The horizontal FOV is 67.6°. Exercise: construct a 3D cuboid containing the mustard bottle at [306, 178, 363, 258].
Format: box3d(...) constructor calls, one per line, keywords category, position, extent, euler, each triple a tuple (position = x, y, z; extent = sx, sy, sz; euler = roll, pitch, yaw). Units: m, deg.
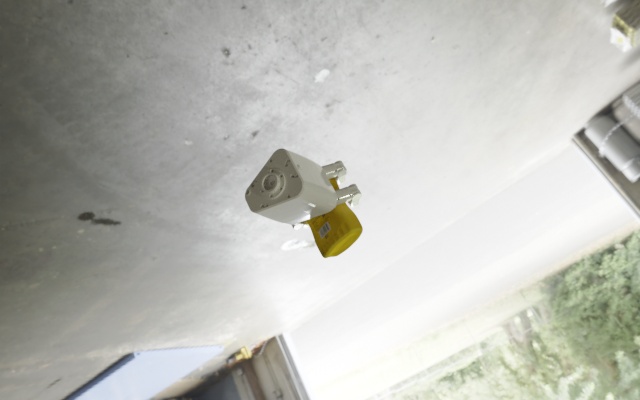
box3d(category="mustard bottle", position=(0.000, 0.003, 0.876), extent=(0.058, 0.191, 0.096), euler=(-5, -34, -40))
